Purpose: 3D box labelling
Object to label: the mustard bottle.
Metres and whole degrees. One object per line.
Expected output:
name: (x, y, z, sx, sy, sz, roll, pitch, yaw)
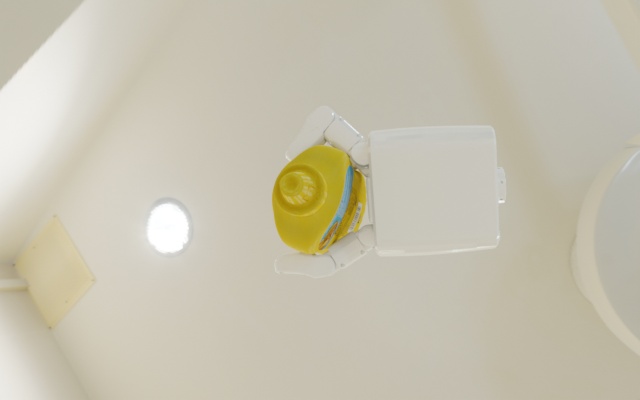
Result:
mustard bottle: (0.000, 0.001, 0.437, 0.058, 0.096, 0.191, 22, -2, 14)
